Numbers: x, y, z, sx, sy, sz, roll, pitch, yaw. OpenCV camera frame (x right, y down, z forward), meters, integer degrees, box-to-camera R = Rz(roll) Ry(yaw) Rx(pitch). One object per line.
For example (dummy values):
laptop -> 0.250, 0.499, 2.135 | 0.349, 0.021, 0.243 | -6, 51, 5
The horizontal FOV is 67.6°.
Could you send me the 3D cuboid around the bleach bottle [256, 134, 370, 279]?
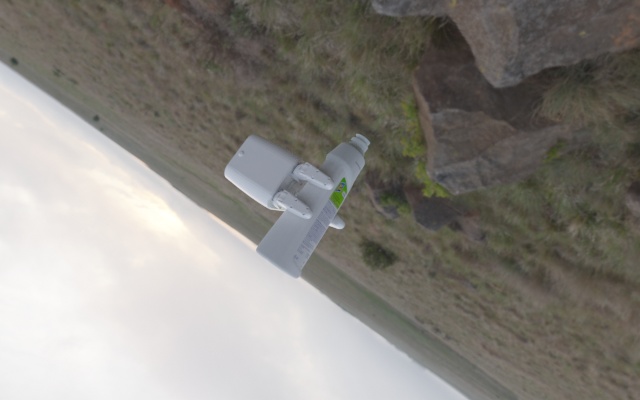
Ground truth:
bleach bottle -> 0.000, 0.003, 0.775 | 0.068, 0.251, 0.103 | 32, -9, 20
